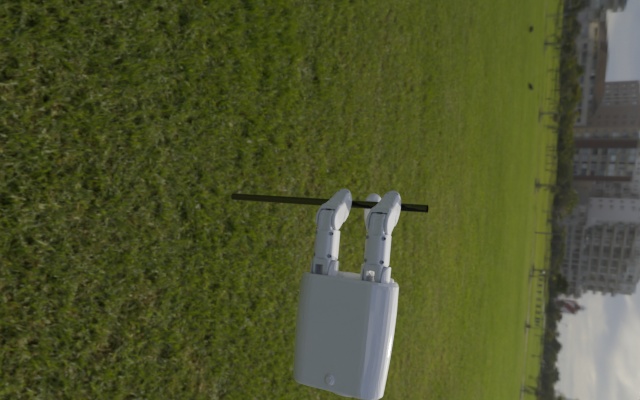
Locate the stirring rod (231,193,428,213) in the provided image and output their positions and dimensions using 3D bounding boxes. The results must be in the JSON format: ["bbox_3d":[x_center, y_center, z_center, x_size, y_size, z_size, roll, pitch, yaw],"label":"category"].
[{"bbox_3d":[0.000,0.002,0.534,0.239,0.011,0.011,4,1,26],"label":"stirring rod"}]
